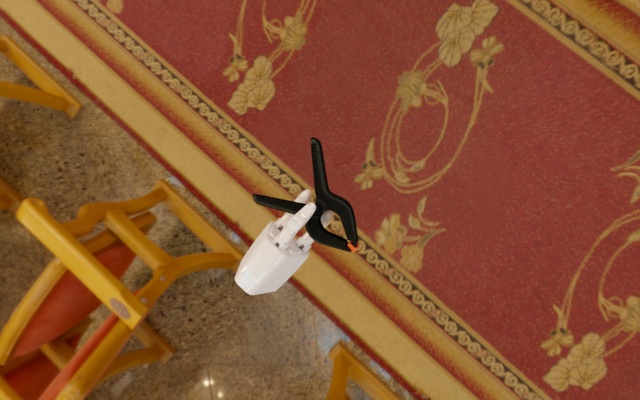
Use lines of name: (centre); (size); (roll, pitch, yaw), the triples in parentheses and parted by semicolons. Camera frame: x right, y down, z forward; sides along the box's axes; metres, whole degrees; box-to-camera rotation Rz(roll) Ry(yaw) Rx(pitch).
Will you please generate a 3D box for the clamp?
clamp: (0.000, 0.003, 0.855); (0.210, 0.164, 0.036); (42, 14, 6)
